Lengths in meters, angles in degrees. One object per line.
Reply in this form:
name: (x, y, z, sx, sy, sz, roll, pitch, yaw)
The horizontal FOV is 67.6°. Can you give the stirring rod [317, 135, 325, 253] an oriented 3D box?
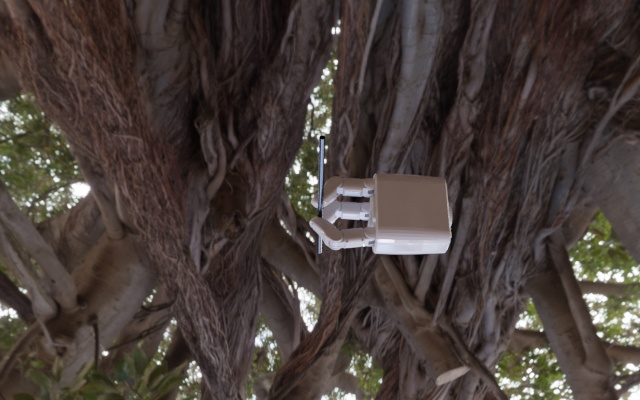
stirring rod: (0.000, 0.002, 0.674, 0.011, 0.011, 0.240, 0, -41, -1)
